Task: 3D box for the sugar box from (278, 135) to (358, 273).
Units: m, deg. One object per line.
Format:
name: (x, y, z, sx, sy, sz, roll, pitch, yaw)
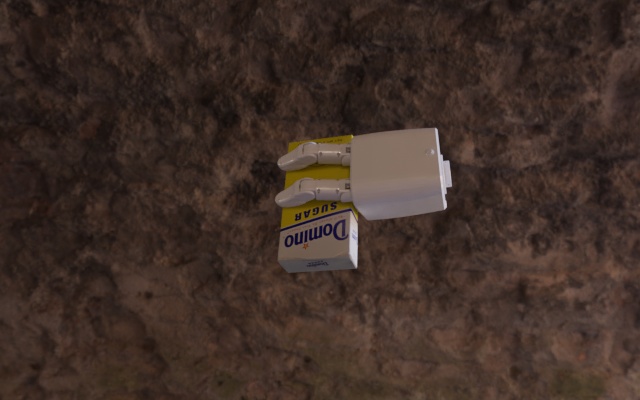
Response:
sugar box: (0.000, 0.002, 0.617, 0.093, 0.176, 0.048, -6, -33, 15)
